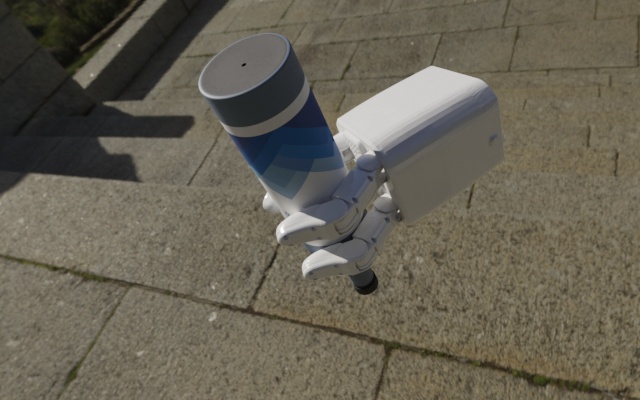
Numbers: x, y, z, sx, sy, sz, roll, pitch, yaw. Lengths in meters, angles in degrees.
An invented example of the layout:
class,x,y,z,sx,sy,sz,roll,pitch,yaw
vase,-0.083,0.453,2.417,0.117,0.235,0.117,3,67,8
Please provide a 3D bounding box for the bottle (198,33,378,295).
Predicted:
class,x,y,z,sx,sy,sz,roll,pitch,yaw
bottle,0.000,0.001,0.414,0.069,0.069,0.296,0,-37,25
